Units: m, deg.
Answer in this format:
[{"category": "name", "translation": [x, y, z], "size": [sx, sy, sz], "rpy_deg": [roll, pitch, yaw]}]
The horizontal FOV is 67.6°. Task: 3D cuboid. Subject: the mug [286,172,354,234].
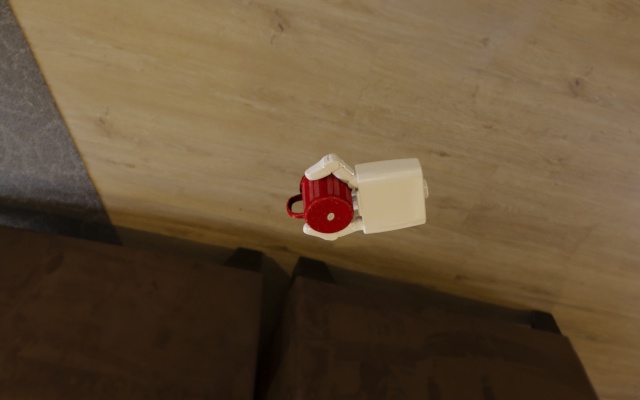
[{"category": "mug", "translation": [-0.001, 0.003, 0.794], "size": [0.117, 0.093, 0.081], "rpy_deg": [-10, 39, 4]}]
